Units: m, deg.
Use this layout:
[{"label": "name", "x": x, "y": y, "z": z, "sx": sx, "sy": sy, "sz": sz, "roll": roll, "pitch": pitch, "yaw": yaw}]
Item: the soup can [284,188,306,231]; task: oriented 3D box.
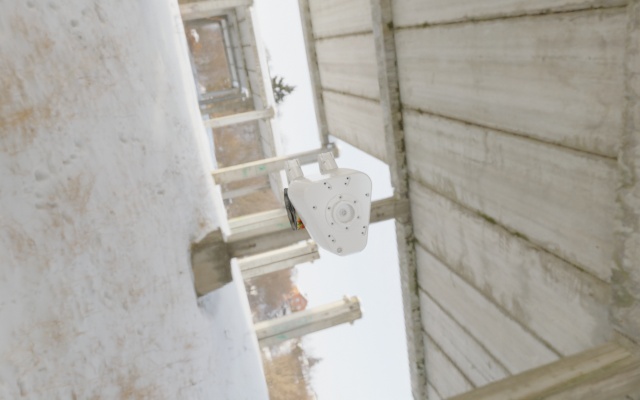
[{"label": "soup can", "x": 0.000, "y": 0.002, "z": 0.742, "sx": 0.102, "sy": 0.068, "sz": 0.068, "roll": -13, "pitch": 3, "yaw": -12}]
